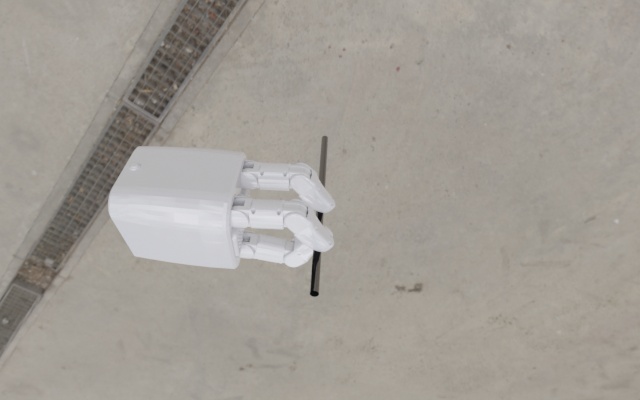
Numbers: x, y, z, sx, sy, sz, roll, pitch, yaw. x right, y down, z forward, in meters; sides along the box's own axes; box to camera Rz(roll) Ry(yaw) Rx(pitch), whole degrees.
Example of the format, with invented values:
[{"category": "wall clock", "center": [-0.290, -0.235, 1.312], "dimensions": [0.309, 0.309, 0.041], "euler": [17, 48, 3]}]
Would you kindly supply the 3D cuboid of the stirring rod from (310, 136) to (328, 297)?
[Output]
[{"category": "stirring rod", "center": [0.000, 0.002, 0.500], "dimensions": [0.011, 0.011, 0.239], "euler": [0, 41, 3]}]
